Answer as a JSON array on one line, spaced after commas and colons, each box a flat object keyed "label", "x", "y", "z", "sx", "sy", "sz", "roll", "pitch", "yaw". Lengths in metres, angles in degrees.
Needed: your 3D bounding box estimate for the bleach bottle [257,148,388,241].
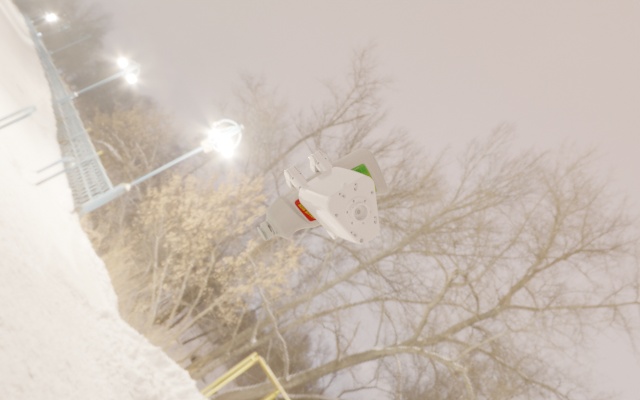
[{"label": "bleach bottle", "x": 0.000, "y": 0.003, "z": 0.885, "sx": 0.251, "sy": 0.103, "sz": 0.068, "roll": -32, "pitch": 21, "yaw": -17}]
